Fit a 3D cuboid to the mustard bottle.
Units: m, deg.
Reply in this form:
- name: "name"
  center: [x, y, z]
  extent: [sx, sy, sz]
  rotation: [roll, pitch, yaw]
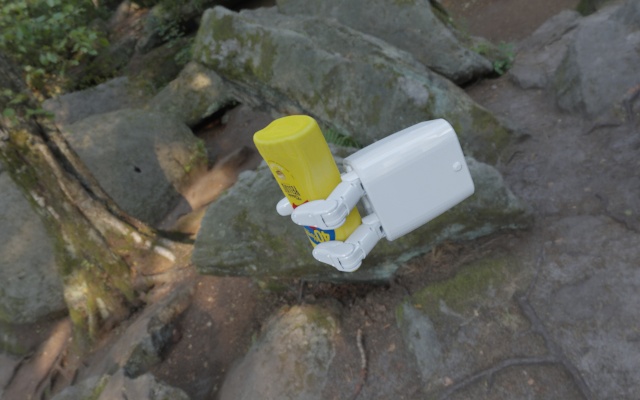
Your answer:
- name: "mustard bottle"
  center: [0.000, 0.002, 0.529]
  extent: [0.058, 0.192, 0.096]
  rotation: [-39, 27, -23]
